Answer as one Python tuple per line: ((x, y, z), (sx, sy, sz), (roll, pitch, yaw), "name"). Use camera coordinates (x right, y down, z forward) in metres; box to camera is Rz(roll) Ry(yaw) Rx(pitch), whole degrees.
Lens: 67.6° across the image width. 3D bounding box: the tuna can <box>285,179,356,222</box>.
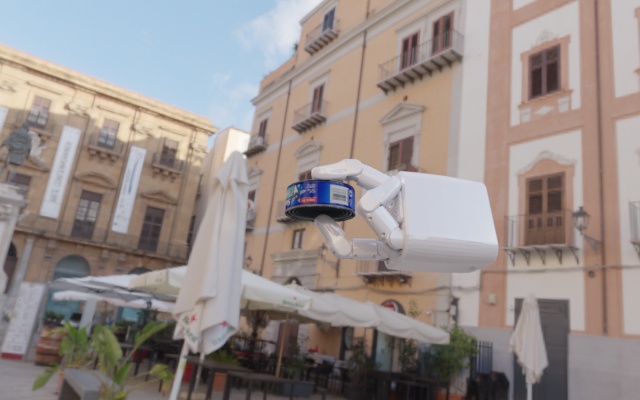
((0.000, 0.001, 0.581), (0.086, 0.033, 0.086), (1, -15, 0), "tuna can")
